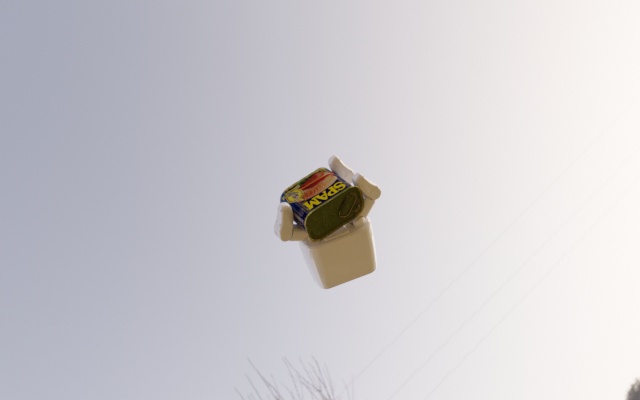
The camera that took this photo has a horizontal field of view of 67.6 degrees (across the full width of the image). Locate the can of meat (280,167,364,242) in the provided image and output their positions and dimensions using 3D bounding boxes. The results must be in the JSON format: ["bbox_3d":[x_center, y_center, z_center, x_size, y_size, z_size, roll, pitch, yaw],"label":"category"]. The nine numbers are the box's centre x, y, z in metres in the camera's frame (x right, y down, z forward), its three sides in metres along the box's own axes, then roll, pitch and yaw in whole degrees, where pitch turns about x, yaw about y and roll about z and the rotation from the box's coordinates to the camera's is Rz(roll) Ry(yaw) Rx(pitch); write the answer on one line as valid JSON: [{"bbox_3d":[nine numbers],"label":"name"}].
[{"bbox_3d":[0.000,0.002,0.721,0.102,0.057,0.084,-32,41,-18],"label":"can of meat"}]
